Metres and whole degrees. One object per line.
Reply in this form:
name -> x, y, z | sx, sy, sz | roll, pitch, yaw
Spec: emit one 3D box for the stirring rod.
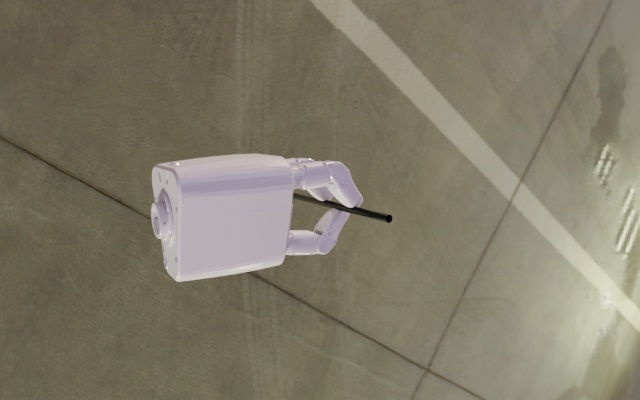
stirring rod -> 0.000, 0.002, 0.548 | 0.011, 0.011, 0.239 | 0, 7, -33
